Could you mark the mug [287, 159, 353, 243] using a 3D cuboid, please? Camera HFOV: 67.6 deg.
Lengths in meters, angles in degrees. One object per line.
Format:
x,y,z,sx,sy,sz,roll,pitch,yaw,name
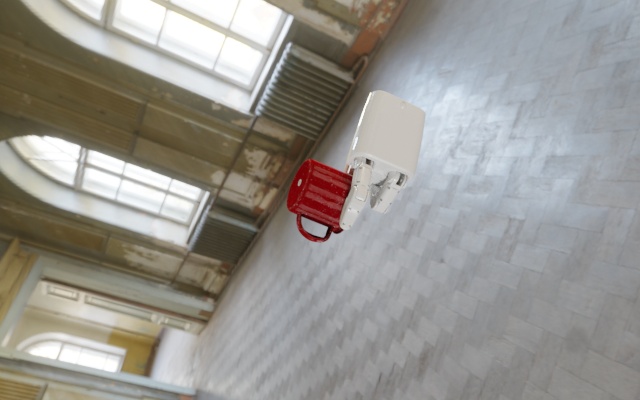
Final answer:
-0.001,0.003,0.683,0.081,0.117,0.093,22,-19,-17,mug
